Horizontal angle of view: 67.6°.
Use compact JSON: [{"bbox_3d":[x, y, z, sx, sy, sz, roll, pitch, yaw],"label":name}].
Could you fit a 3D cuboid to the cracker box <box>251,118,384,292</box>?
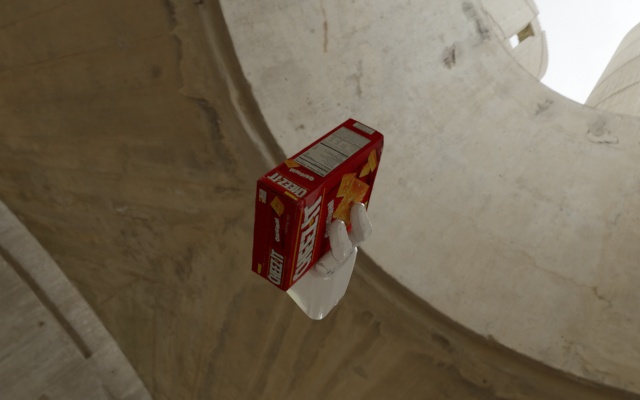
[{"bbox_3d":[0.000,0.002,0.674,0.072,0.164,0.213,29,43,22],"label":"cracker box"}]
